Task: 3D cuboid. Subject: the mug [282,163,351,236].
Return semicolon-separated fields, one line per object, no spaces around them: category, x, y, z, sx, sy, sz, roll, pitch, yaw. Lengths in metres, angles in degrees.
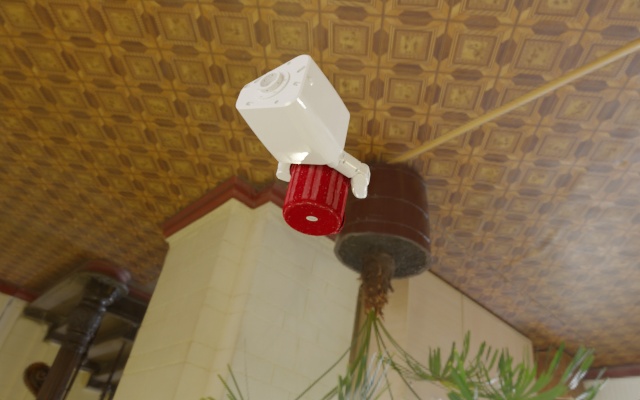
mug;0.001;0.003;0.667;0.093;0.081;0.117;-11;-42;28
